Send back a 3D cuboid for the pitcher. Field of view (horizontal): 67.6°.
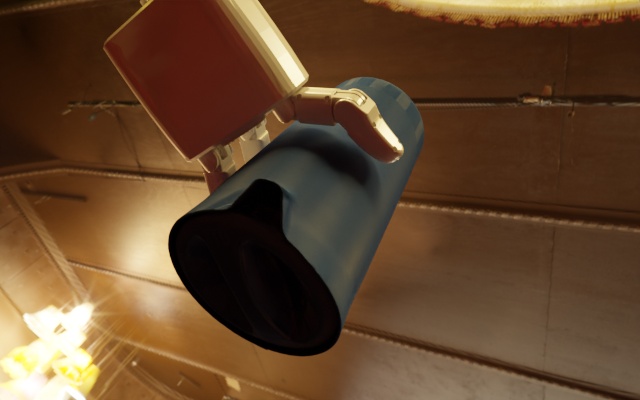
[{"bbox_3d":[0.000,0.001,0.404,0.149,0.145,0.242,-20,23,41],"label":"pitcher"}]
